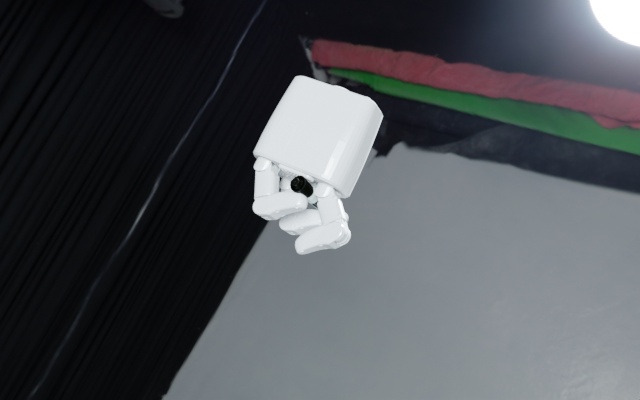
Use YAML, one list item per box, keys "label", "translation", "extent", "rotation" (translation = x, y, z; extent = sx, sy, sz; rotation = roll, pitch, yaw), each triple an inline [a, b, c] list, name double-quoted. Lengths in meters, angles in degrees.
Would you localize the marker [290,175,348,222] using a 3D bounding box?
- label: "marker"
  translation: [0.000, 0.002, 0.538]
  extent: [0.020, 0.020, 0.121]
  rotation: [0, -21, 28]
